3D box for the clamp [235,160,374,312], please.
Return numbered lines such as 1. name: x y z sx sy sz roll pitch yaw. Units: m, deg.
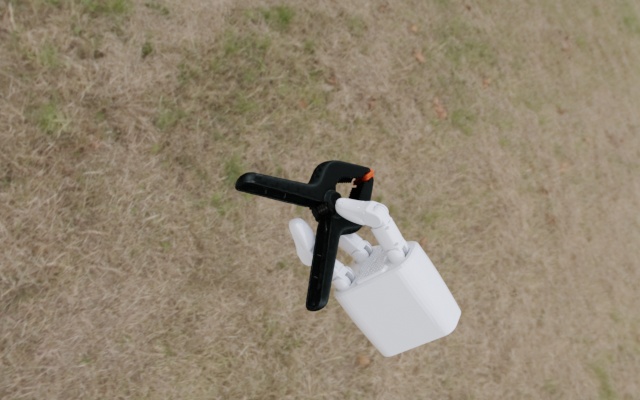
1. clamp: 0.001 0.002 0.560 0.036 0.164 0.210 -21 18 41
